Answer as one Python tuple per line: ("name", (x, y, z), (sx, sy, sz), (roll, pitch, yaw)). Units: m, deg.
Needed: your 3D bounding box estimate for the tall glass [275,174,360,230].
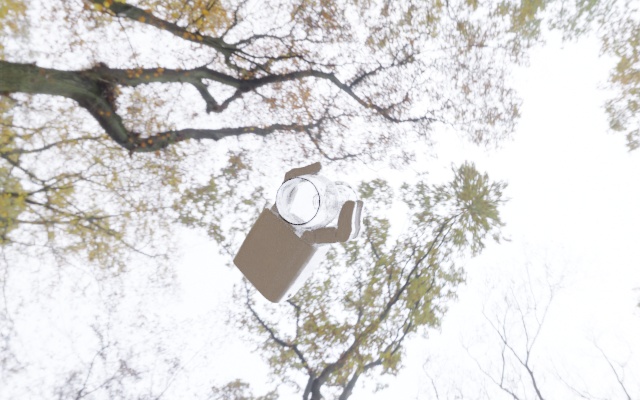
("tall glass", (0.000, 0.002, 0.703), (0.079, 0.079, 0.201), (0, -1, 17))
